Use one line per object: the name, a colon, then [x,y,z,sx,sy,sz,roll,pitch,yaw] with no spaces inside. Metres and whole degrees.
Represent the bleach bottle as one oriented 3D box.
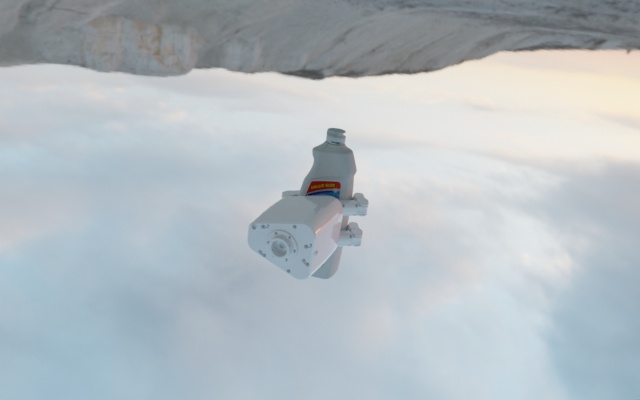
bleach bottle: [0.000,0.003,0.792,0.102,0.251,0.068,16,24,17]
